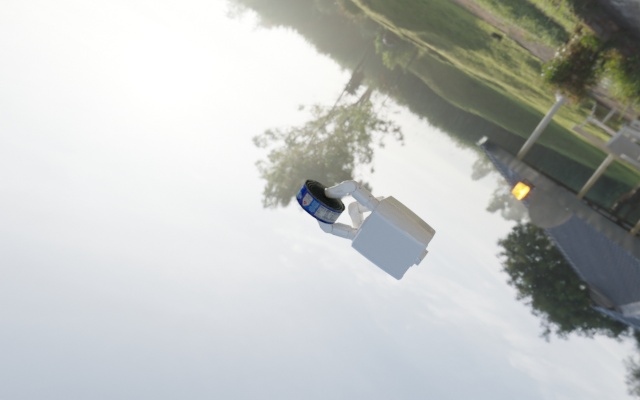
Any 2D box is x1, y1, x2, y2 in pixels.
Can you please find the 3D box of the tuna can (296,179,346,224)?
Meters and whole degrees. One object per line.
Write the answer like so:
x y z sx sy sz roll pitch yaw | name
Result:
0.000 0.003 0.840 0.086 0.034 0.086 32 19 -13 | tuna can
